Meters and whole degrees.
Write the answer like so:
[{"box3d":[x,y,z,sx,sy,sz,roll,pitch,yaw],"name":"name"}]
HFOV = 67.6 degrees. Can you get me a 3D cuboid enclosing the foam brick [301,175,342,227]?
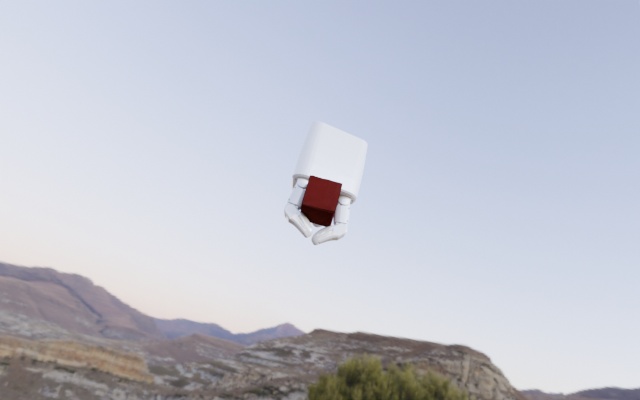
[{"box3d":[0.000,0.002,0.746,0.053,0.051,0.078,16,-20,1],"name":"foam brick"}]
